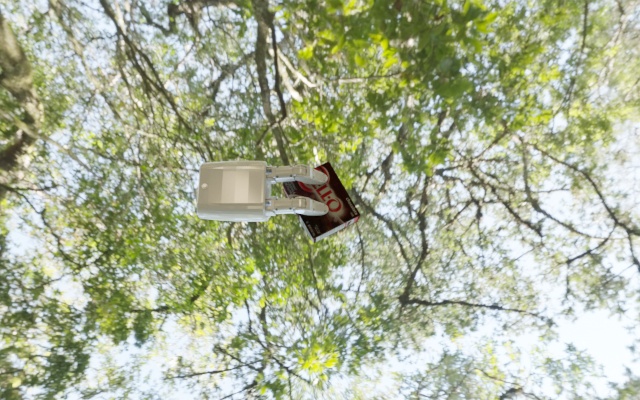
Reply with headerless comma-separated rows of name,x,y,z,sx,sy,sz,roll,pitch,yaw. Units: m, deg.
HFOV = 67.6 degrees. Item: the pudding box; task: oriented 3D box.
pudding box,0.000,0.003,0.796,0.090,0.113,0.039,-26,-15,-12
